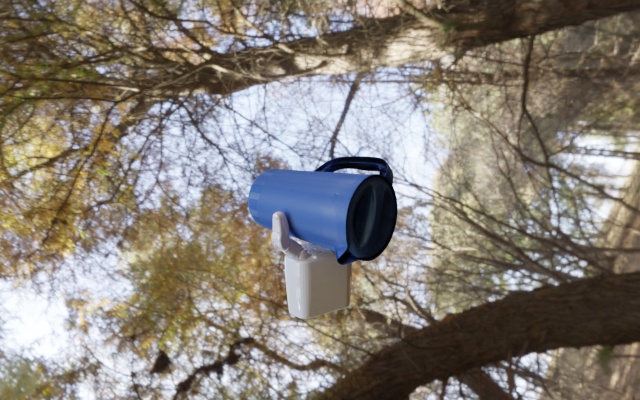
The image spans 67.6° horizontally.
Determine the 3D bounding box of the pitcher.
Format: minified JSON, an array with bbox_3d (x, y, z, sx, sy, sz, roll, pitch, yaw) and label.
[{"bbox_3d":[0.000,0.003,0.794,0.243,0.145,0.149,11,19,41],"label":"pitcher"}]
